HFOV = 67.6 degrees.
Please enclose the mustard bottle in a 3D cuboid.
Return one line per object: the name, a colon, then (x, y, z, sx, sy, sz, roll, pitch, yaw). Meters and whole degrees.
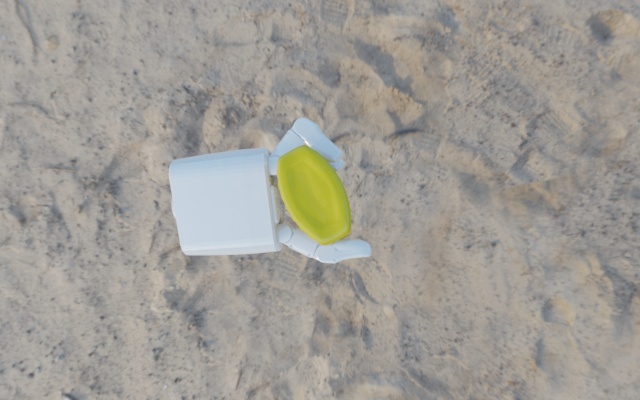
mustard bottle: (0.000, 0.002, 0.533, 0.058, 0.096, 0.191, -30, -6, 1)
